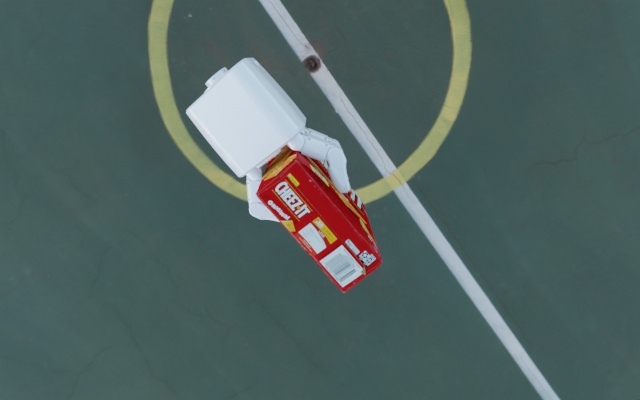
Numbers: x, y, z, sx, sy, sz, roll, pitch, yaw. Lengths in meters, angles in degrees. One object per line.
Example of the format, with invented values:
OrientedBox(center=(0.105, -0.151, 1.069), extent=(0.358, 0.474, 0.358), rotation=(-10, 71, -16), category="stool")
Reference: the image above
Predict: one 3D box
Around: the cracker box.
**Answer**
OrientedBox(center=(0.000, 0.002, 0.645), extent=(0.072, 0.164, 0.213), rotation=(-38, 14, 10), category="cracker box")
